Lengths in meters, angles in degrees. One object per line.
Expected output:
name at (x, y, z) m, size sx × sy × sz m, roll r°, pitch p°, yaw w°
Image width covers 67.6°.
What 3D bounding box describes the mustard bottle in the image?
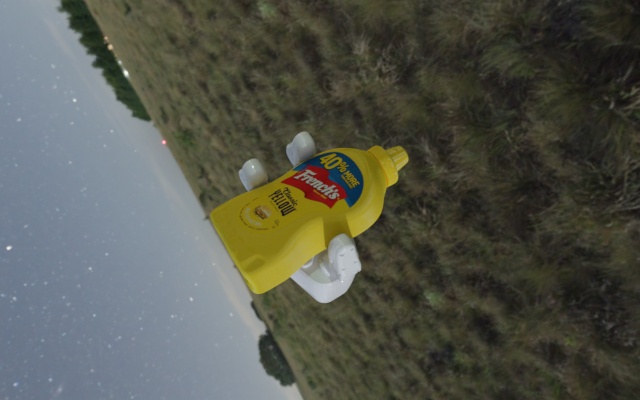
mustard bottle at (0.000, 0.001, 0.448) m, size 0.191 × 0.058 × 0.096 m, roll -30°, pitch 46°, yaw -12°
